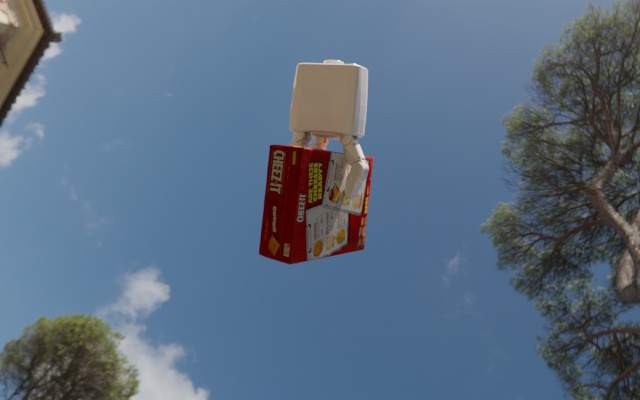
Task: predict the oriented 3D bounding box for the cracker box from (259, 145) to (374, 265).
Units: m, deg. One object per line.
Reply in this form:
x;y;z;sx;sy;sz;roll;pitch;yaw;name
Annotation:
0.000;0.002;0.753;0.072;0.164;0.213;9;6;33;cracker box
